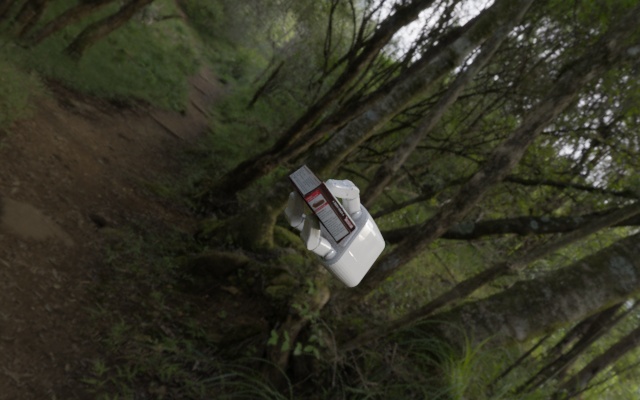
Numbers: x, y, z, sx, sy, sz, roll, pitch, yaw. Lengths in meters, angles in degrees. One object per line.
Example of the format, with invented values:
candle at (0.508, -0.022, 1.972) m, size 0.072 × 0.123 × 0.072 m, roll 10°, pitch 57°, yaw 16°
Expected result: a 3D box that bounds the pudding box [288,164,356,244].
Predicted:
pudding box at (0.000, 0.002, 0.696) m, size 0.039 × 0.090 × 0.113 m, roll -38°, pitch 22°, yaw -3°
